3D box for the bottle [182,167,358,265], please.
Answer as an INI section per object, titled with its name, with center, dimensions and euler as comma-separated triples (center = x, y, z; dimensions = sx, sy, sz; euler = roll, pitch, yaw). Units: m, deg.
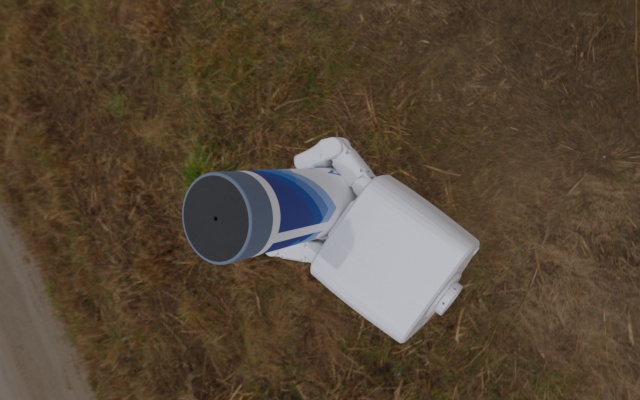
[bottle]
center = 0.000, 0.001, 0.464
dimensions = 0.069, 0.069, 0.295
euler = 0, 4, 31
